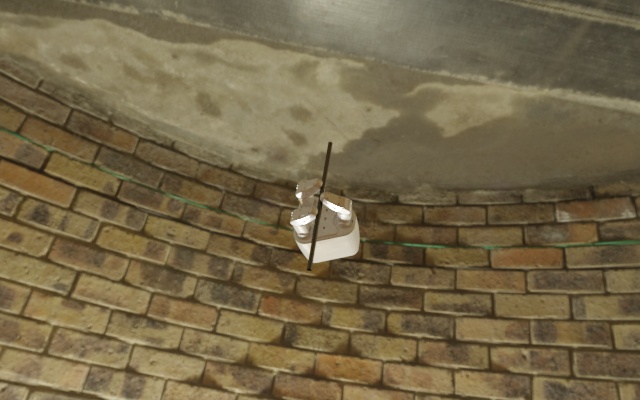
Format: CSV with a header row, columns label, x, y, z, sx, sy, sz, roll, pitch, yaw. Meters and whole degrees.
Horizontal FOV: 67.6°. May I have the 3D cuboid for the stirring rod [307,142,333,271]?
label,x,y,z,sx,sy,sz,roll,pitch,yaw
stirring rod,0.000,0.003,0.794,0.011,0.239,0.011,7,-28,4
